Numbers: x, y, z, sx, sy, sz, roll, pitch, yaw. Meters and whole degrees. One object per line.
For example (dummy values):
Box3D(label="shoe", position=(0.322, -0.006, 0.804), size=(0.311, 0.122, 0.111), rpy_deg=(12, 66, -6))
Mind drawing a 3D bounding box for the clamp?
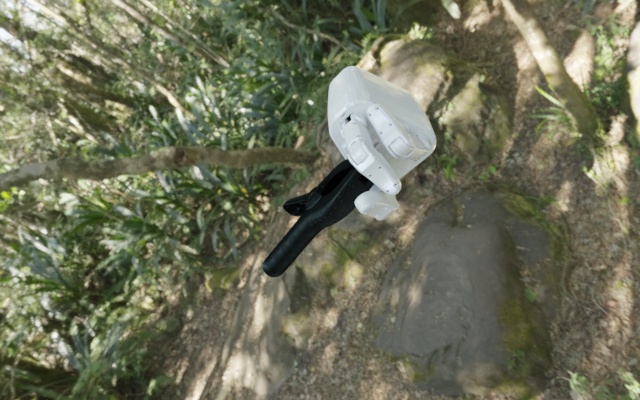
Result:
Box3D(label="clamp", position=(0.000, 0.001, 0.532), size=(0.039, 0.120, 0.171), rpy_deg=(37, -62, -25))
